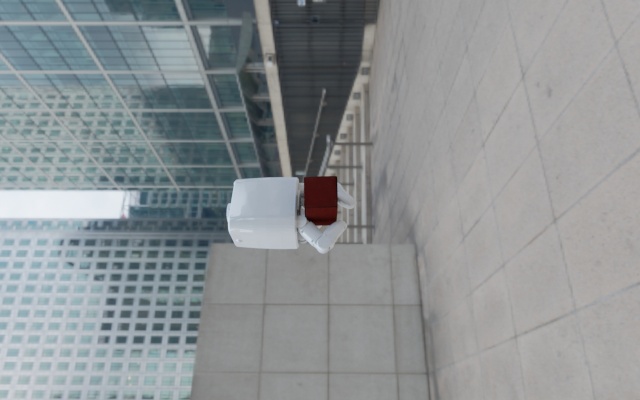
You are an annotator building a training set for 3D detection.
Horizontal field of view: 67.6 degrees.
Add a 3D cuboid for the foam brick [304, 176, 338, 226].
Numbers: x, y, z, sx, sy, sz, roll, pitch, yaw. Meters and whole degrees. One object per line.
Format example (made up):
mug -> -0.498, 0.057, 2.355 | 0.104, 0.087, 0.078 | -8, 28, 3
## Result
foam brick -> 0.000, 0.002, 0.744 | 0.051, 0.053, 0.078 | 0, -25, 0
